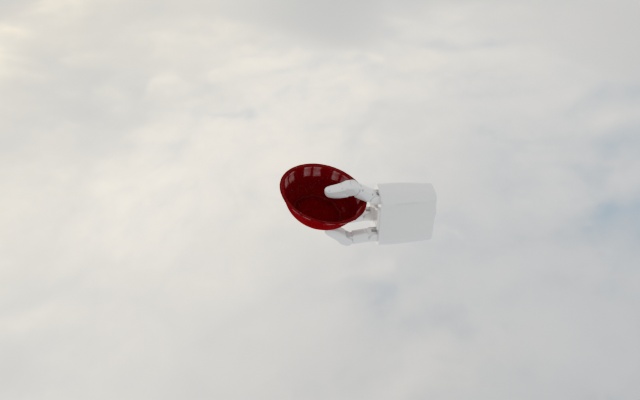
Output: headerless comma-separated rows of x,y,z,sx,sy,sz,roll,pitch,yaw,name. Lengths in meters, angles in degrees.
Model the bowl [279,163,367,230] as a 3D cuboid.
-0.001,0.003,0.873,0.162,0.055,0.162,10,41,-9,bowl
